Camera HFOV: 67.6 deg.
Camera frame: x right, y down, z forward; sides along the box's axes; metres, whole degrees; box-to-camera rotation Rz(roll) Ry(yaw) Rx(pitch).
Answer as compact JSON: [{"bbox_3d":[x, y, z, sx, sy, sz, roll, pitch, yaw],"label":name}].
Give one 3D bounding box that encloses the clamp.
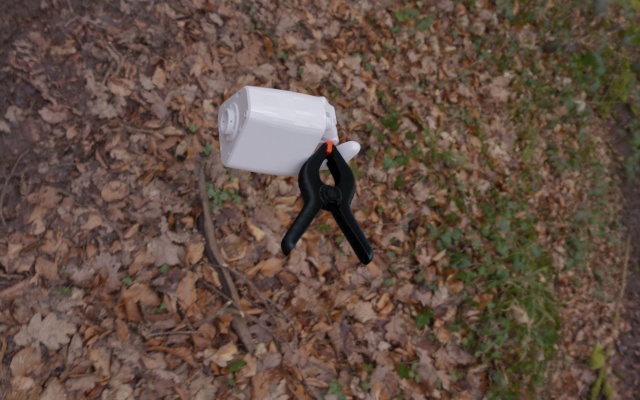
[{"bbox_3d":[0.000,0.002,0.614,0.120,0.171,0.039,3,-27,-29],"label":"clamp"}]
